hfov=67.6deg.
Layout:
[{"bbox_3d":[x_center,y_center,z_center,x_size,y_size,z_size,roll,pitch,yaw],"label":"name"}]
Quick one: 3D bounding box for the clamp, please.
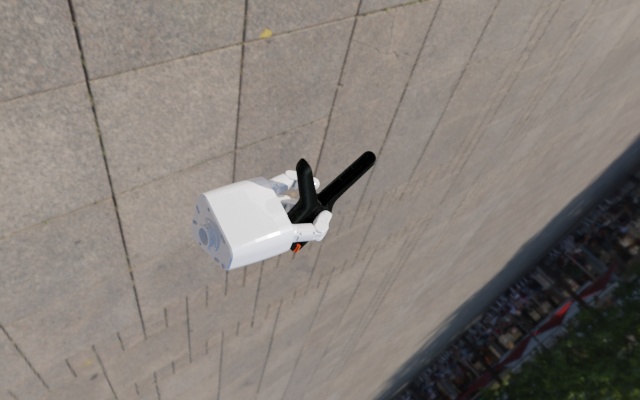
[{"bbox_3d":[0.000,0.004,0.772,0.164,0.210,0.036,-16,54,-39],"label":"clamp"}]
